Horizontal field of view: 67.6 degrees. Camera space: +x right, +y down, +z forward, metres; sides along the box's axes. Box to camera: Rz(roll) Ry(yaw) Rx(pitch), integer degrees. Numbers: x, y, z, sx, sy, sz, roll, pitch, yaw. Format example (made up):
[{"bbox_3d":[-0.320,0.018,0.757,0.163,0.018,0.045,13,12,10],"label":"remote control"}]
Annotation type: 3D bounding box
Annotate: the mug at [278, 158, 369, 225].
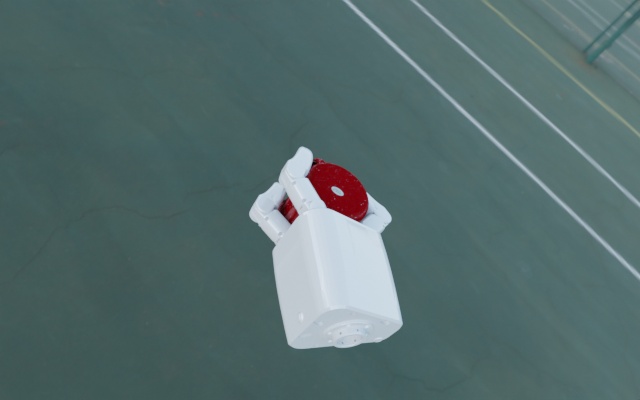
[{"bbox_3d":[0.000,0.001,0.556,0.093,0.117,0.081,11,-42,-28],"label":"mug"}]
